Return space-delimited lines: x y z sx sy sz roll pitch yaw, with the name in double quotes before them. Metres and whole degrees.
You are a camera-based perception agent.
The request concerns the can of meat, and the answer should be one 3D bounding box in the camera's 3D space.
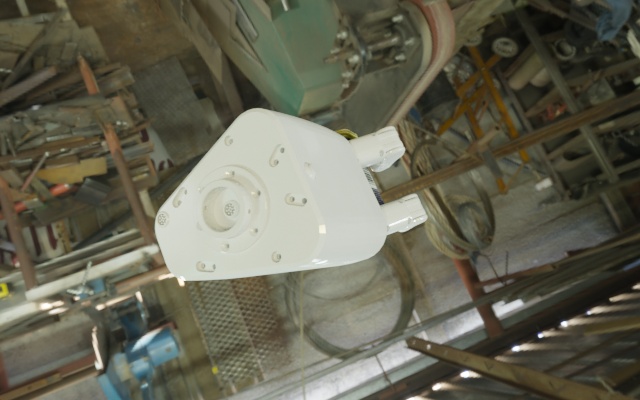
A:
"can of meat" 0.000 0.002 0.409 0.102 0.084 0.057 -27 -12 18
